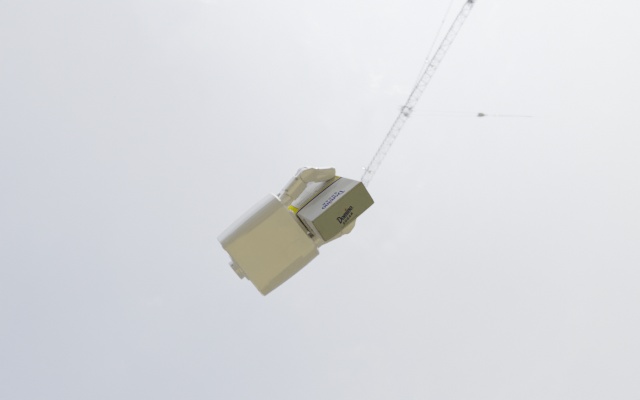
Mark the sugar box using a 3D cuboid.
[{"bbox_3d":[0.000,0.003,0.729,0.093,0.048,0.176,-39,23,-11],"label":"sugar box"}]
